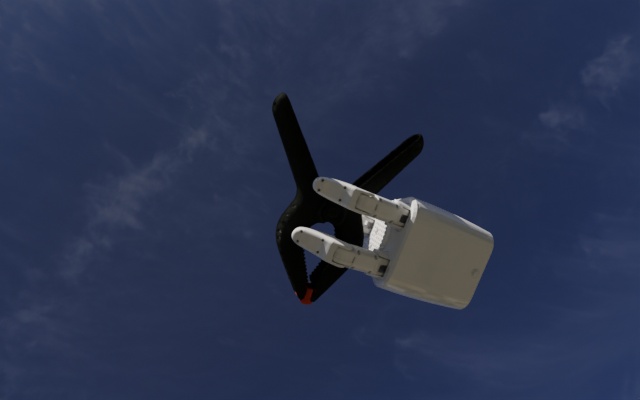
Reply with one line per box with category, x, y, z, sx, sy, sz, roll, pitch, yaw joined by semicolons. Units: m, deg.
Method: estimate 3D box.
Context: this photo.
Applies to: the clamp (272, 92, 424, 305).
clamp;0.000;0.002;0.493;0.164;0.210;0.036;21;5;-17
